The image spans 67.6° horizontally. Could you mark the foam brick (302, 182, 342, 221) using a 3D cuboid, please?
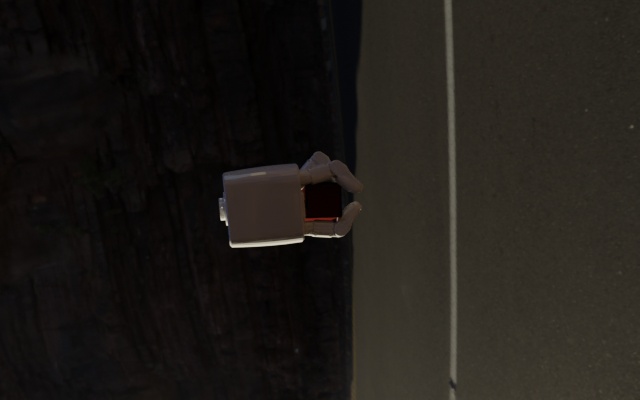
[{"bbox_3d":[0.000,0.003,0.725,0.051,0.053,0.078,-1,-7,-9],"label":"foam brick"}]
